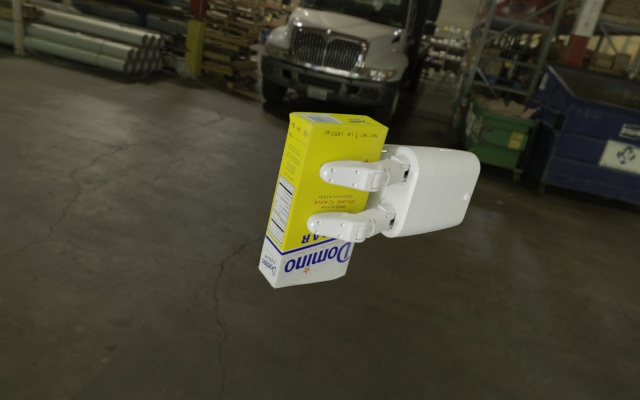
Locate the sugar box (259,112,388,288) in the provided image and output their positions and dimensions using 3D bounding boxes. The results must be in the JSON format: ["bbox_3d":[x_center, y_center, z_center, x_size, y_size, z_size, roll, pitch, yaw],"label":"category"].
[{"bbox_3d":[0.001,0.002,0.484,0.093,0.176,0.048,-3,26,-33],"label":"sugar box"}]
